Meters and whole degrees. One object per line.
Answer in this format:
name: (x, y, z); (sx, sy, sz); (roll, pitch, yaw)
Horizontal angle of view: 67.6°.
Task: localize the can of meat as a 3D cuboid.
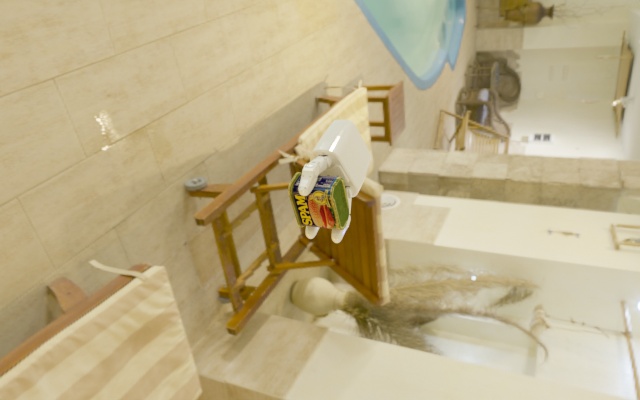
can of meat: (0.000, 0.003, 0.842); (0.084, 0.102, 0.057); (5, 41, 24)
